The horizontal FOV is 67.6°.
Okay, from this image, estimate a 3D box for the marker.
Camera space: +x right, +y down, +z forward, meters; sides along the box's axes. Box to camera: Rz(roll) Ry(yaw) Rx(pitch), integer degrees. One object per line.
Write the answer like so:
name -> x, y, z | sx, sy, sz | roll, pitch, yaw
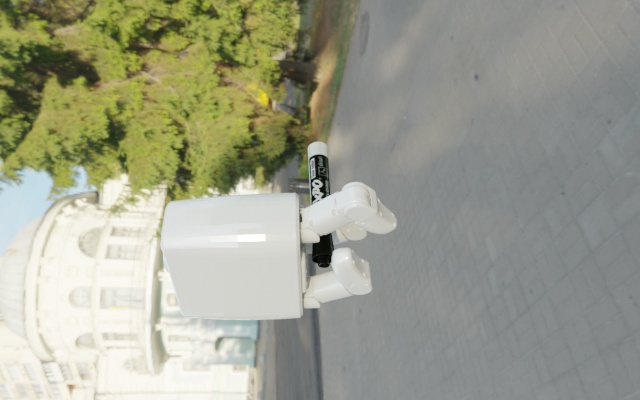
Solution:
marker -> 0.000, 0.001, 0.407 | 0.020, 0.121, 0.020 | -2, -34, -1
